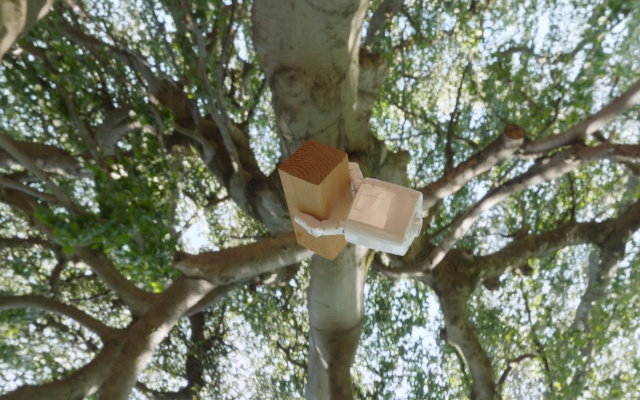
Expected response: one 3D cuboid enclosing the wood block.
[{"bbox_3d":[0.000,0.003,0.886,0.090,0.206,0.090,24,55,29],"label":"wood block"}]
